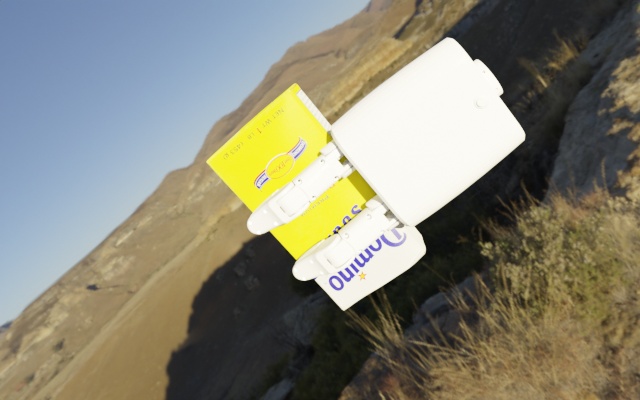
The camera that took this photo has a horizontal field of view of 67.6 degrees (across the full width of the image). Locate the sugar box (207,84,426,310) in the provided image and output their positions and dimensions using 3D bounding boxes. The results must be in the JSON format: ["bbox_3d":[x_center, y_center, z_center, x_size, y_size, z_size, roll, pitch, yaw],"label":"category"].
[{"bbox_3d":[0.000,0.001,0.403,0.093,0.176,0.048,-38,11,17],"label":"sugar box"}]
